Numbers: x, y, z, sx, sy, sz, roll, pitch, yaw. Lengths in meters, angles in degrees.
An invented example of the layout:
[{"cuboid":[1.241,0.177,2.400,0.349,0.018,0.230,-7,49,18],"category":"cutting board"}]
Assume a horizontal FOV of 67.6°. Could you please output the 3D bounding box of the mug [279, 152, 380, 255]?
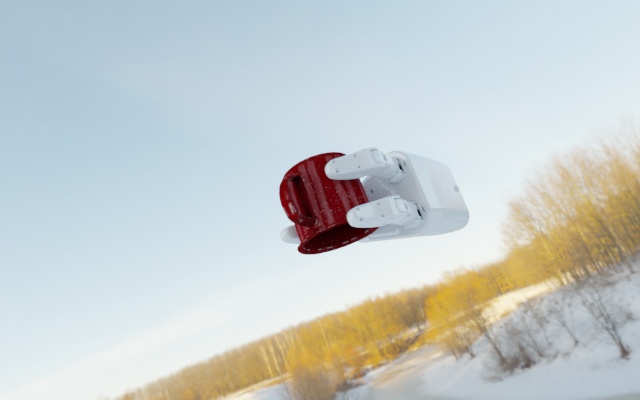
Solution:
[{"cuboid":[-0.001,0.001,0.497,0.093,0.081,0.117,-34,-24,34],"category":"mug"}]
